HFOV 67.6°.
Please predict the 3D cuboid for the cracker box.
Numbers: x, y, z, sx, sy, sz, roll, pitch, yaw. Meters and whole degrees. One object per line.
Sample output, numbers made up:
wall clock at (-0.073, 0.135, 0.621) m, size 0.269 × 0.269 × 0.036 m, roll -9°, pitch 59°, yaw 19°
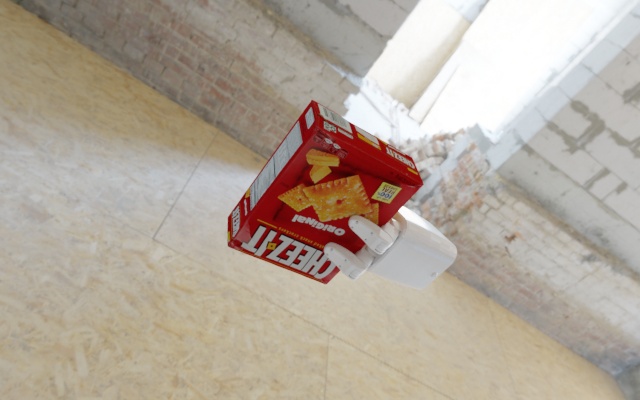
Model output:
cracker box at (0.000, 0.002, 0.624) m, size 0.164 × 0.214 × 0.072 m, roll 26°, pitch 31°, yaw -25°
